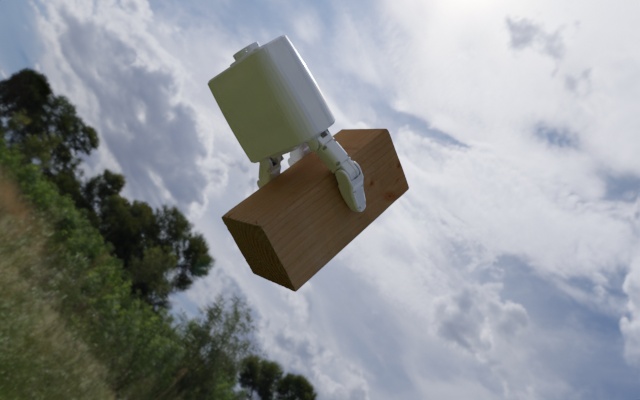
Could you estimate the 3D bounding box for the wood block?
[{"bbox_3d":[0.000,0.002,0.574,0.206,0.090,0.091,-39,28,-28],"label":"wood block"}]
